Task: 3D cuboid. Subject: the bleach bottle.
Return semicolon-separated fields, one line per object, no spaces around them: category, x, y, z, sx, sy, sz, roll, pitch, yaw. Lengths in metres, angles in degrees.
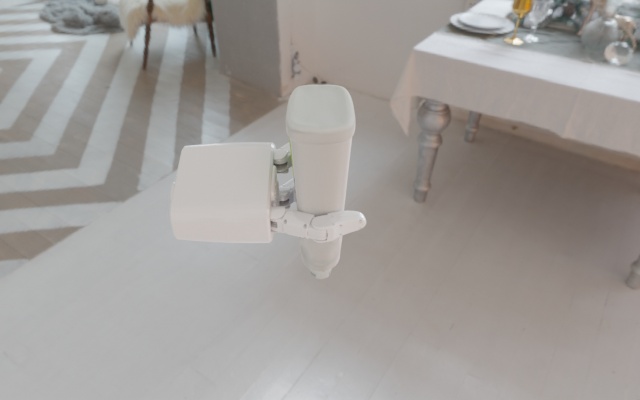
bleach bottle;0.000;0.002;0.550;0.068;0.251;0.102;0;39;0
